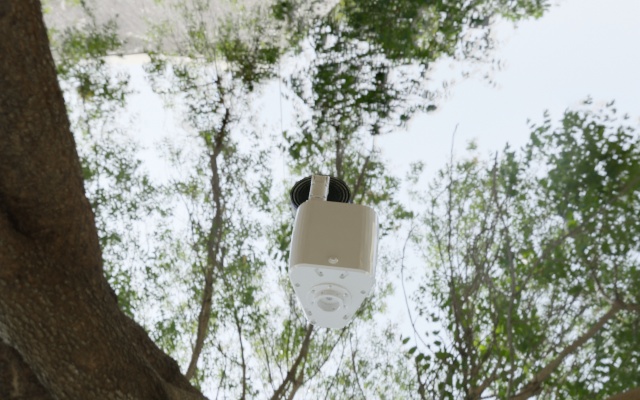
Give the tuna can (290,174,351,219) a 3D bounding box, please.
[{"bbox_3d":[0.000,0.003,0.679,0.086,0.034,0.086,0,42,0],"label":"tuna can"}]
